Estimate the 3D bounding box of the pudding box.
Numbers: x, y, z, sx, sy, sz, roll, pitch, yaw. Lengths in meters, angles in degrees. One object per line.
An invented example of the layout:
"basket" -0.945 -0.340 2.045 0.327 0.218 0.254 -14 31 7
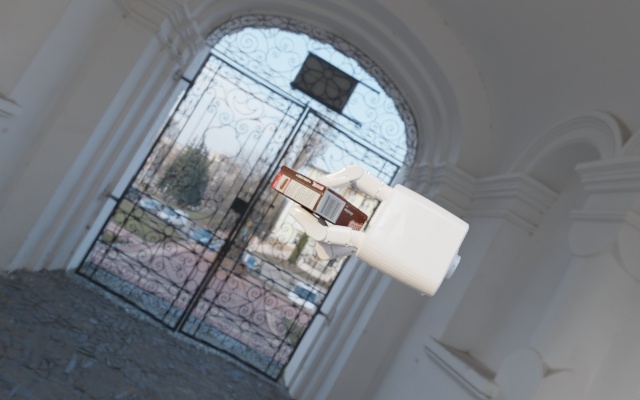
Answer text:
"pudding box" 0.000 0.002 0.641 0.090 0.039 0.113 27 -5 39
